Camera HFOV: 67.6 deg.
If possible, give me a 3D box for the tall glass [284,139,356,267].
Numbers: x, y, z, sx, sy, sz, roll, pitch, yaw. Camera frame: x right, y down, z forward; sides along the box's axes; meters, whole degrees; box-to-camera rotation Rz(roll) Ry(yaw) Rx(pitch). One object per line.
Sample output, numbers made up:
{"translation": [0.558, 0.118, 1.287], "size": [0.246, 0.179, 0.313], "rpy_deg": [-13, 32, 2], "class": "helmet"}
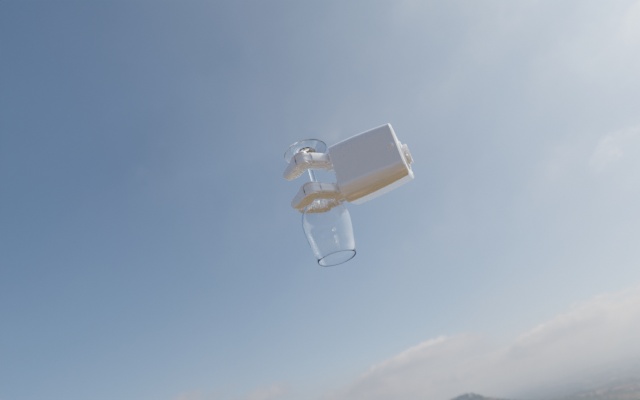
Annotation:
{"translation": [0.000, 0.002, 0.773], "size": [0.079, 0.201, 0.079], "rpy_deg": [-13, -25, -6], "class": "tall glass"}
